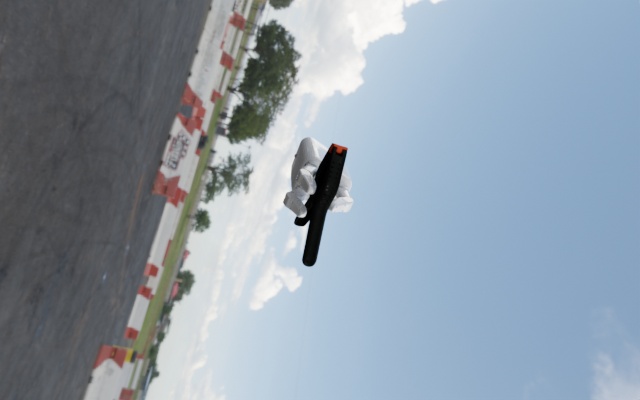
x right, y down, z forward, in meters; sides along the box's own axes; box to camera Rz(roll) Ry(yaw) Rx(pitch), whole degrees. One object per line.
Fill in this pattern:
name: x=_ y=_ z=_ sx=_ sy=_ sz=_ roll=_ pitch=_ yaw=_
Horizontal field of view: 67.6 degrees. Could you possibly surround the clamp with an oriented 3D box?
clamp: x=0.001 y=0.002 z=0.846 sx=0.036 sy=0.210 sz=0.164 roll=15 pitch=28 yaw=-16
